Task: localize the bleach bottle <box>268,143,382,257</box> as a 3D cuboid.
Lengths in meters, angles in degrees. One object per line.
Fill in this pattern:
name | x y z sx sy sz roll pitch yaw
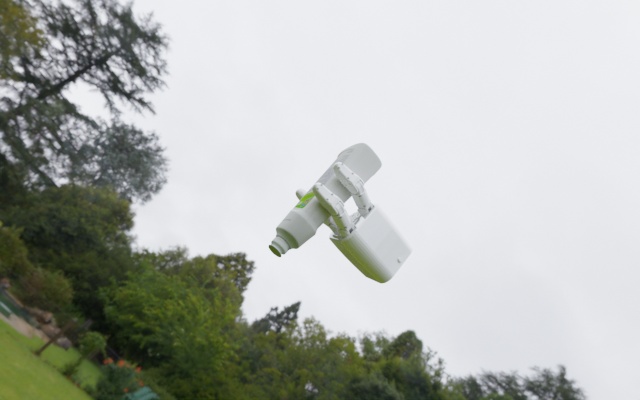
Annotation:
bleach bottle | 0.000 0.003 0.830 0.250 0.068 0.102 -46 11 -27
